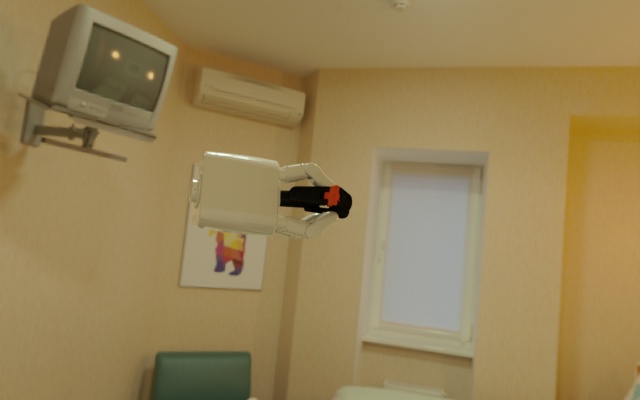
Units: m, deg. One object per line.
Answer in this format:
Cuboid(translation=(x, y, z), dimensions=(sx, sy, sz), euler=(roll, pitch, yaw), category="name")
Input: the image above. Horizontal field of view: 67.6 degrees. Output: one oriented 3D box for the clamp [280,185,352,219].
Cuboid(translation=(0.000, 0.002, 0.728), dimensions=(0.164, 0.036, 0.210), euler=(10, -7, -21), category="clamp")
